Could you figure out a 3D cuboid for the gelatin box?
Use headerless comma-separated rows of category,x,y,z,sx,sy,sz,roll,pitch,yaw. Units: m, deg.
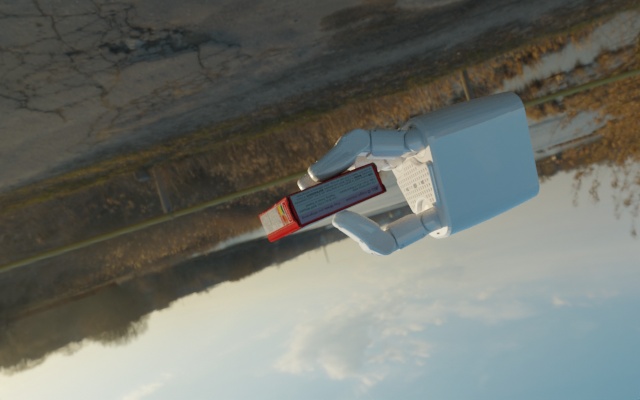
gelatin box,0.000,0.002,0.408,0.089,0.030,0.073,-23,-2,-27
